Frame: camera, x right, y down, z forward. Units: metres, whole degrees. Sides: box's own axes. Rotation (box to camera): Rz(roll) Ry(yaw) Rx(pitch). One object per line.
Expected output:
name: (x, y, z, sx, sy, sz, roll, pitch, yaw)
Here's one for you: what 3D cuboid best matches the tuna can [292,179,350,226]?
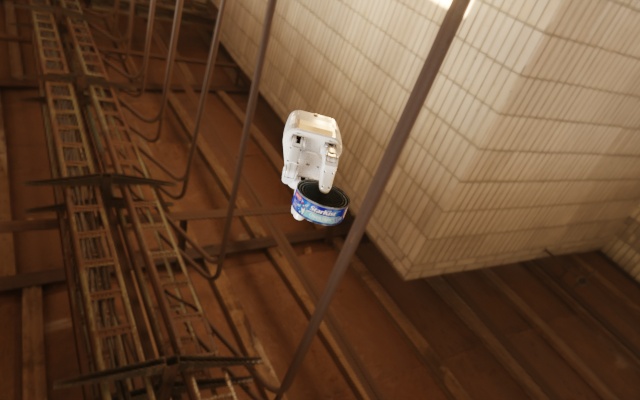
tuna can: (0.000, 0.003, 0.737, 0.086, 0.034, 0.086, 16, 26, -8)
